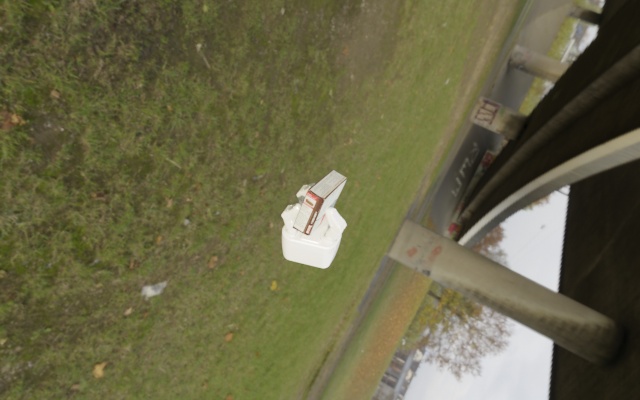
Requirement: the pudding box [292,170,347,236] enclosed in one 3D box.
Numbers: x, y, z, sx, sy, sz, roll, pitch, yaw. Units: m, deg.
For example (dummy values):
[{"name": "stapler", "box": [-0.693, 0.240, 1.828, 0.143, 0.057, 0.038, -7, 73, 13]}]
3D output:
[{"name": "pudding box", "box": [0.000, 0.003, 0.885, 0.039, 0.090, 0.113, 29, 31, 10]}]
